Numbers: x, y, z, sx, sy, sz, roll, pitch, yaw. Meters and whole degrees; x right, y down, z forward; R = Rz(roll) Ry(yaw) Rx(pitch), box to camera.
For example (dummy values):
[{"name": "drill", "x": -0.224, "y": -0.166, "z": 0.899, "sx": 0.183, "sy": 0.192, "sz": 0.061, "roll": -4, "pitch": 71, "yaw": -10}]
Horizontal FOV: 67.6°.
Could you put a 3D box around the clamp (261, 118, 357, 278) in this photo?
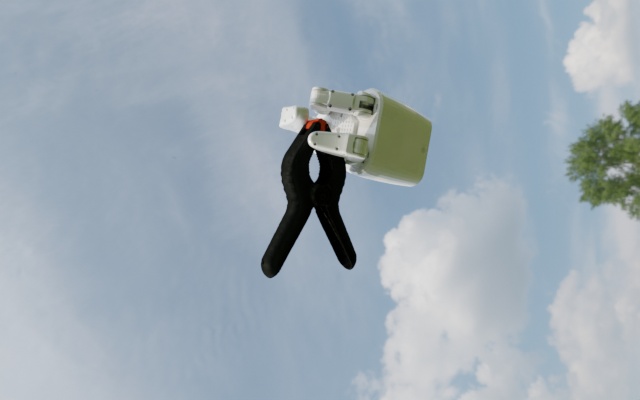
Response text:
[{"name": "clamp", "x": 0.000, "y": 0.001, "z": 0.517, "sx": 0.120, "sy": 0.171, "sz": 0.039, "roll": 12, "pitch": -3, "yaw": -44}]
